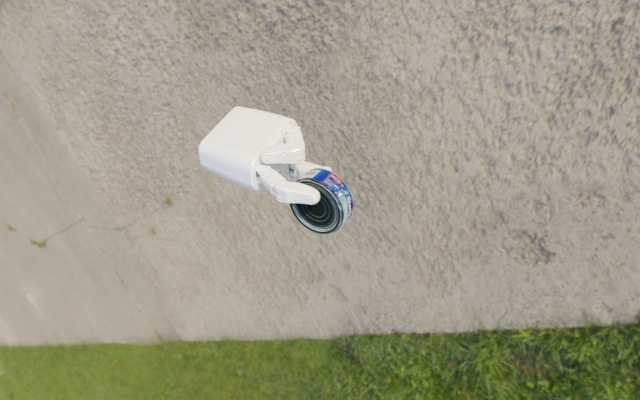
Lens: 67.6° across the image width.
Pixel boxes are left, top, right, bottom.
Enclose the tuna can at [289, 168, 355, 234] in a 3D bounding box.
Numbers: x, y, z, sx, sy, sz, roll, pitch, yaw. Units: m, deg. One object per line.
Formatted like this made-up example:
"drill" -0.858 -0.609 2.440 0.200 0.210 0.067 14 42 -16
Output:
"tuna can" 0.000 0.002 0.639 0.086 0.086 0.033 0 29 36
